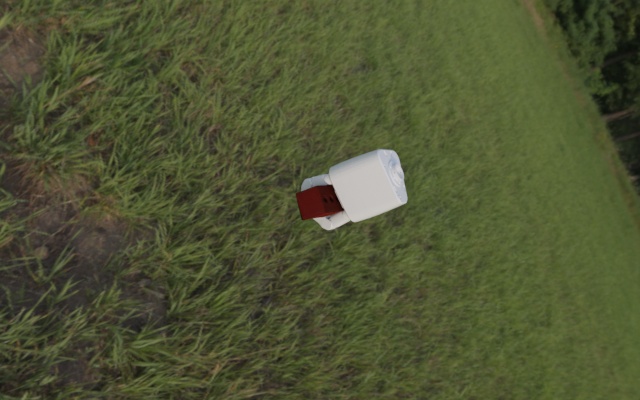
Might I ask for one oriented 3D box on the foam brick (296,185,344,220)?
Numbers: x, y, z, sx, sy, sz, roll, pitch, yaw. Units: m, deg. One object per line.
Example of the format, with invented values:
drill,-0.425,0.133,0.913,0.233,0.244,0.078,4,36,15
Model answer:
foam brick,0.000,0.003,0.883,0.051,0.053,0.078,-19,-6,31
